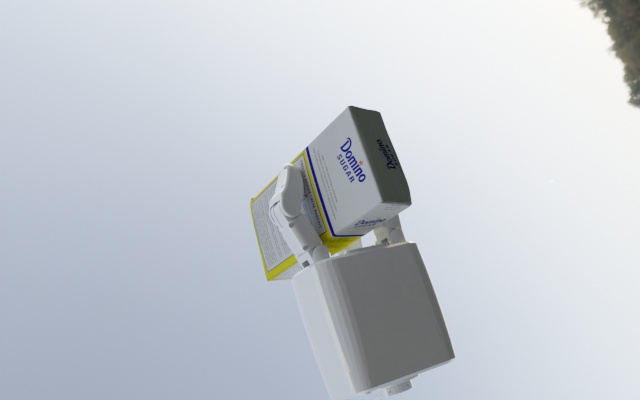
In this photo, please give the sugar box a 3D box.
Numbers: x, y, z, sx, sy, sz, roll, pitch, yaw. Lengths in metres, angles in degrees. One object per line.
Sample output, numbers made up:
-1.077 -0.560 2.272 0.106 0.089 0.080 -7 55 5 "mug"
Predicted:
0.000 0.002 0.445 0.048 0.093 0.176 3 -28 -41 "sugar box"
